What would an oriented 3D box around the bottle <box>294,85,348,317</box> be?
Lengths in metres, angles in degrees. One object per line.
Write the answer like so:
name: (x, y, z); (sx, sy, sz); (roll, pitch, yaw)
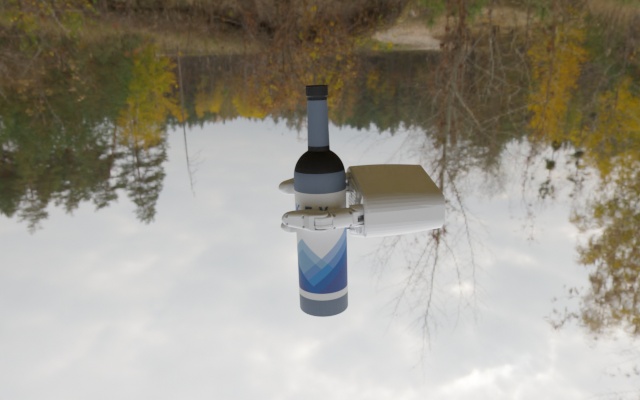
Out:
bottle: (0.000, 0.002, 0.619); (0.069, 0.296, 0.069); (-2, 15, 0)
